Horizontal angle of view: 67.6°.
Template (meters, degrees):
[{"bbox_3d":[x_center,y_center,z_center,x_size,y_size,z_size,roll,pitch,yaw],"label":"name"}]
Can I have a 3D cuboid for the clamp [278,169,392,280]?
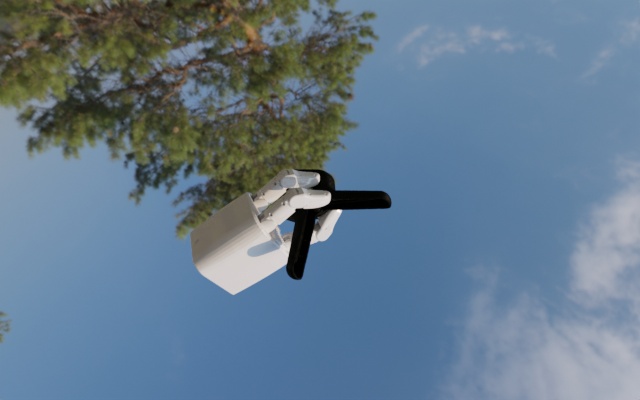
[{"bbox_3d":[0.000,0.003,0.684,0.164,0.036,0.209,-34,36,4],"label":"clamp"}]
